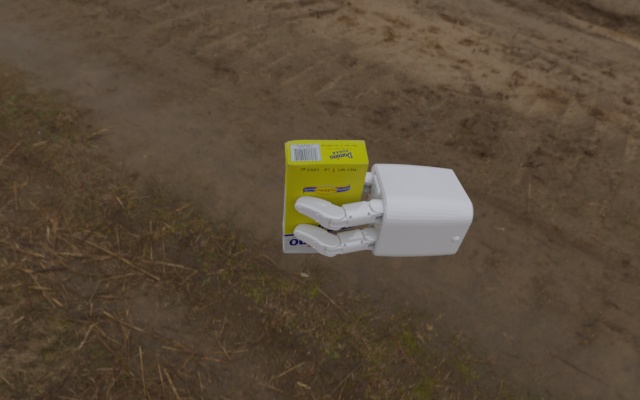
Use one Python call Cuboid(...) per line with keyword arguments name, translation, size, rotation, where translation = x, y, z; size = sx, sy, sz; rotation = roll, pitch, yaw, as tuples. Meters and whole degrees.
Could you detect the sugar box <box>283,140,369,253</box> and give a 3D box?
Cuboid(name="sugar box", translation=(0.000, 0.002, 0.598), size=(0.093, 0.048, 0.176), rotation=(0, -42, -6))
